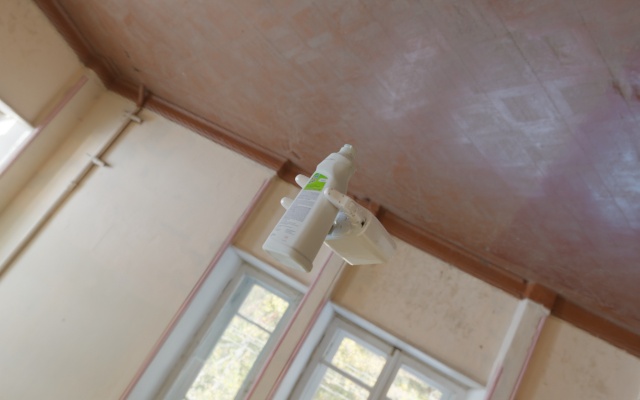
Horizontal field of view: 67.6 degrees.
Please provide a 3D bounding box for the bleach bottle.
[{"bbox_3d":[0.000,0.003,0.864,0.102,0.250,0.068,10,-29,49],"label":"bleach bottle"}]
